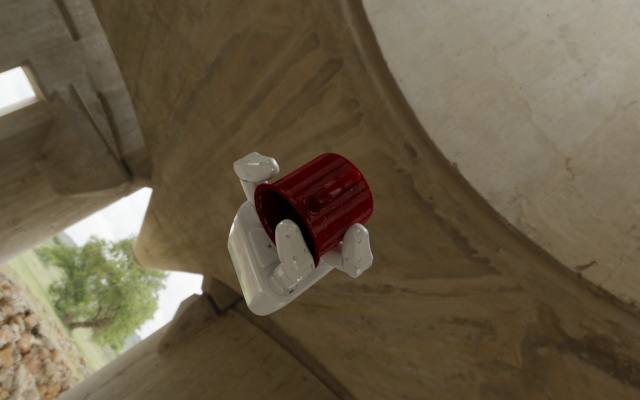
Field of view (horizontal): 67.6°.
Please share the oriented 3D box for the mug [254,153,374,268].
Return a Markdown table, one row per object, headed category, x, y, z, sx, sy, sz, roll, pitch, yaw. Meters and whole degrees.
| category | x | y | z | sx | sy | sz | roll | pitch | yaw |
| --- | --- | --- | --- | --- | --- | --- | --- | --- | --- |
| mug | 0.001 | 0.001 | 0.449 | 0.081 | 0.093 | 0.117 | -34 | -7 | -29 |
